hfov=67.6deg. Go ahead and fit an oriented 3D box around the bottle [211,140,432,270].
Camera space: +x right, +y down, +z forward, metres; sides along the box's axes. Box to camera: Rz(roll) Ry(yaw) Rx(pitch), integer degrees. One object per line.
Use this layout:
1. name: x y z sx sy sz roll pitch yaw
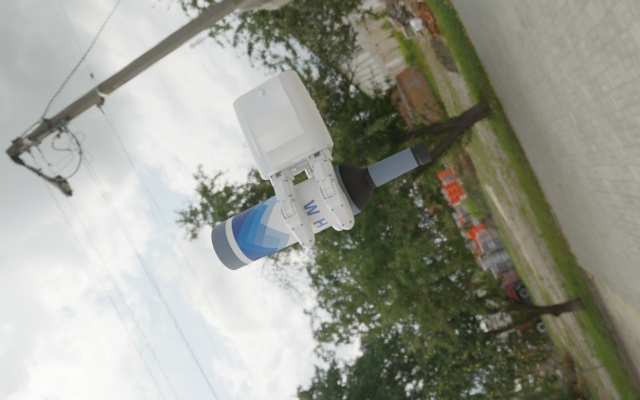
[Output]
1. bottle: 0.000 0.002 0.608 0.296 0.069 0.069 -26 -7 15
